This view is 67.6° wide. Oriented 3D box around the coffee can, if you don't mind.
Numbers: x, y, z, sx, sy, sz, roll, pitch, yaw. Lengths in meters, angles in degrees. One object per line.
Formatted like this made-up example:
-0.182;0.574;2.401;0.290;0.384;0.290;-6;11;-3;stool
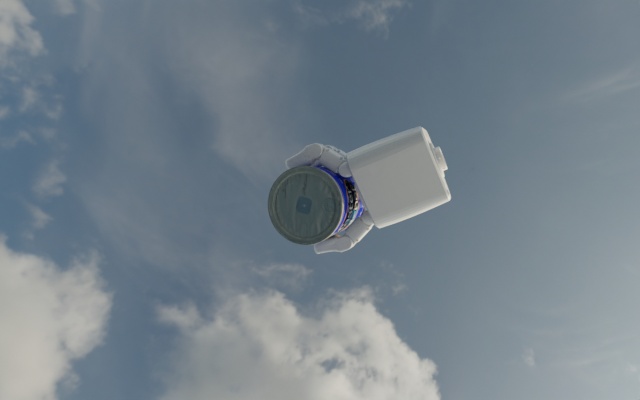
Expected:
0.000;0.002;0.679;0.103;0.103;0.140;0;4;18;coffee can
